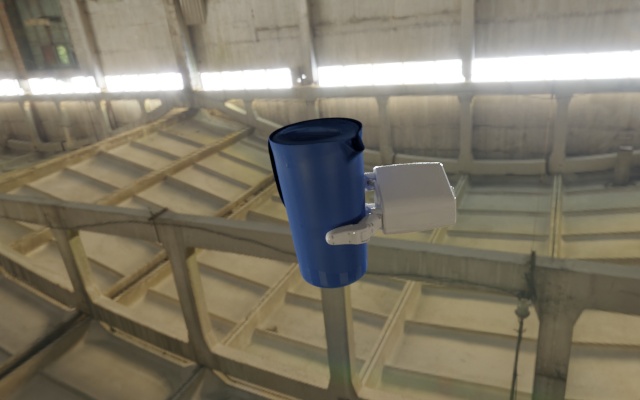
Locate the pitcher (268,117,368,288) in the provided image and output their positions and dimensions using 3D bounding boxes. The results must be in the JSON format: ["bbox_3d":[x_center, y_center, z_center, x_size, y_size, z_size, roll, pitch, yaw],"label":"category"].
[{"bbox_3d":[0.000,0.002,0.722,0.145,0.243,0.149,-7,24,1],"label":"pitcher"}]
